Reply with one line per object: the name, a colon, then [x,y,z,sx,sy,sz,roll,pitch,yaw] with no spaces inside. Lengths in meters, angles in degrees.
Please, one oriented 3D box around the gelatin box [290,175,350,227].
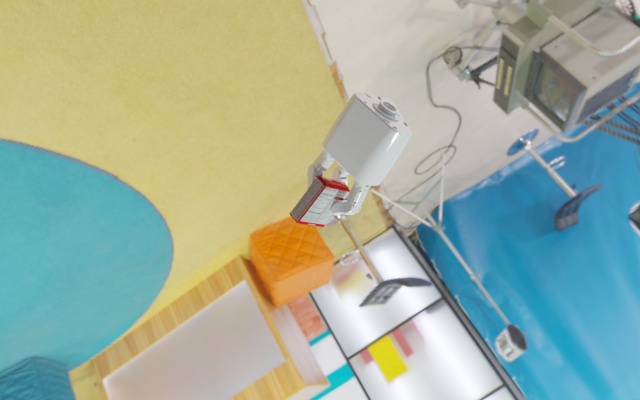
gelatin box: [0.000,0.003,0.824,0.073,0.089,0.030,11,32,-51]
